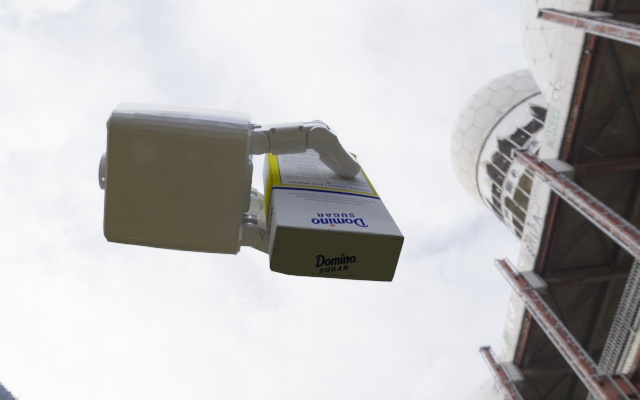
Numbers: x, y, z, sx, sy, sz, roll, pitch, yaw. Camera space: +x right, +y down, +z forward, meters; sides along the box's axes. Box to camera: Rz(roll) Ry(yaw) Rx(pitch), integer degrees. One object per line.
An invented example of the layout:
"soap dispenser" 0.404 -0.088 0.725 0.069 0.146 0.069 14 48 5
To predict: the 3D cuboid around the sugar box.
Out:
"sugar box" 0.000 0.002 0.406 0.093 0.048 0.176 6 27 -11
